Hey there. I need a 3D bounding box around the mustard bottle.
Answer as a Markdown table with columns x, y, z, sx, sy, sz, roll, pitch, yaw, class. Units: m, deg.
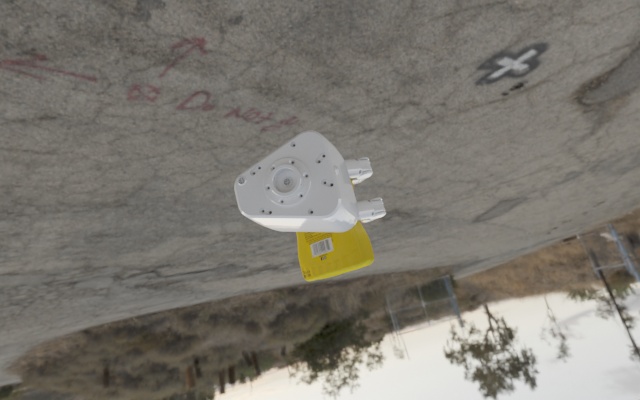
| x | y | z | sx | sy | sz | roll | pitch | yaw | class |
| --- | --- | --- | --- | --- | --- | --- | --- | --- | --- |
| 0.000 | 0.002 | 0.624 | 0.096 | 0.191 | 0.058 | -23 | -14 | 33 | mustard bottle |
